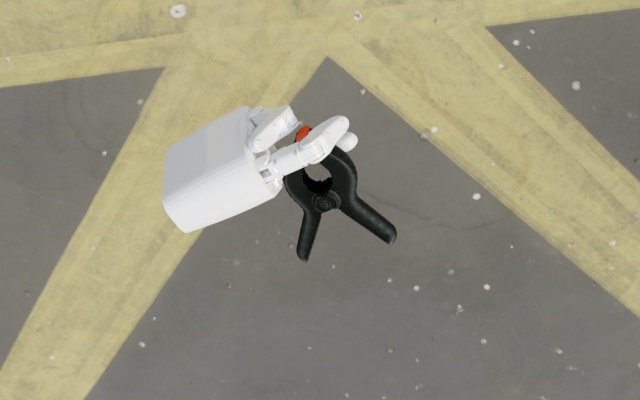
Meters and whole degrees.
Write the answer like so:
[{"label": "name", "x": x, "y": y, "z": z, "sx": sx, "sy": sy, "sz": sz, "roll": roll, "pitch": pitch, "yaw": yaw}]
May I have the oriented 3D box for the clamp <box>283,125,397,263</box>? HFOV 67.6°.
[{"label": "clamp", "x": 0.000, "y": 0.002, "z": 0.528, "sx": 0.120, "sy": 0.171, "sz": 0.039, "roll": -25, "pitch": 28, "yaw": 13}]
